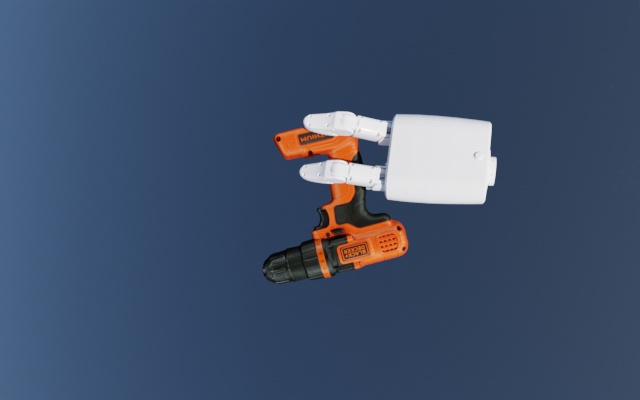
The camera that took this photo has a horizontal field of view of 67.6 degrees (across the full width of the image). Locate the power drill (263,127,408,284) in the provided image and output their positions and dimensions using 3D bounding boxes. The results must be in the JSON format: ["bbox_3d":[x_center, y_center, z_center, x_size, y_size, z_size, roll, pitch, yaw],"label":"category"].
[{"bbox_3d":[0.000,0.001,0.595,0.184,0.187,0.057,-14,4,2],"label":"power drill"}]
